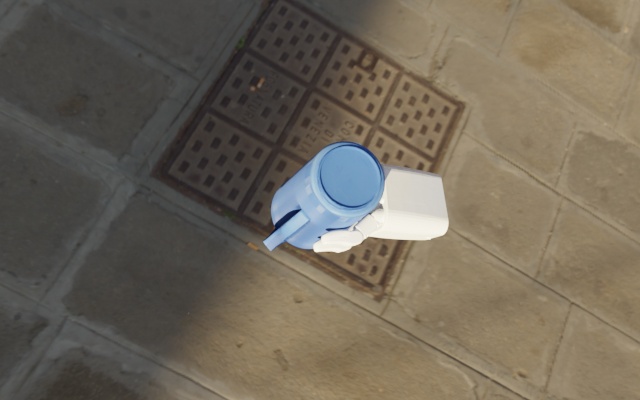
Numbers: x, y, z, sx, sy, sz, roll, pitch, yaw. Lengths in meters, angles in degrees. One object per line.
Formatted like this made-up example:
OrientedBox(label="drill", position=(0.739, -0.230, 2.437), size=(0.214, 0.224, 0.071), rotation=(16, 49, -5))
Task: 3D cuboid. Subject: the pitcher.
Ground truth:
OrientedBox(label="pitcher", position=(0.000, 0.002, 0.746), size=(0.145, 0.149, 0.243), rotation=(8, -15, -14))
